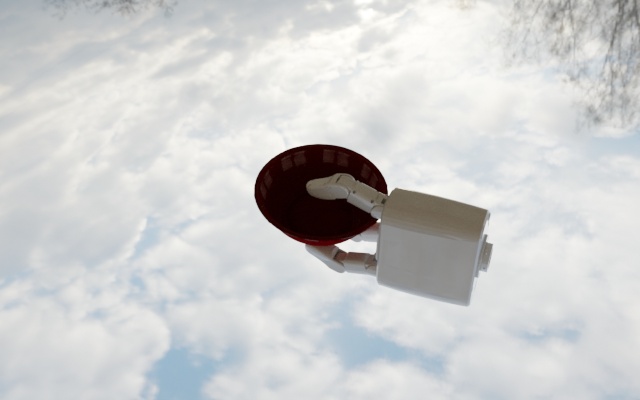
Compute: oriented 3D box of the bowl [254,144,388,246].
[{"bbox_3d":[-0.001,0.002,0.592,0.162,0.162,0.055,0,-42,-3],"label":"bowl"}]
